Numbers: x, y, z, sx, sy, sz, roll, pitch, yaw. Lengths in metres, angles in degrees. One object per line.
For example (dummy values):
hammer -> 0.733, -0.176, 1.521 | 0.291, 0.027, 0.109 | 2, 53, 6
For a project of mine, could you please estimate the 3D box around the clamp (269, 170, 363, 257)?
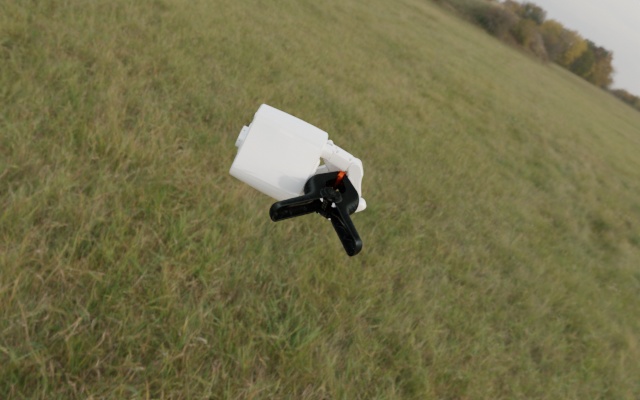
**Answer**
clamp -> 0.000, 0.002, 0.635 | 0.120, 0.039, 0.171 | 25, 27, -9
